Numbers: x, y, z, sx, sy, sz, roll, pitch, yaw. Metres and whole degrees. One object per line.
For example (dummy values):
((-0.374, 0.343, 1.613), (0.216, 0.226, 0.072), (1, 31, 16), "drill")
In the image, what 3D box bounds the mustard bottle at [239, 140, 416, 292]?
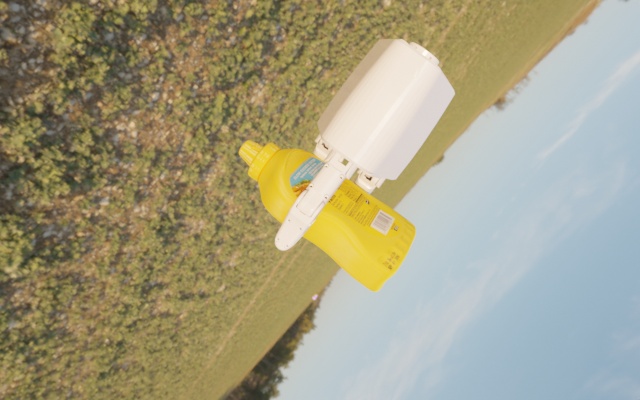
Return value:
((0.000, 0.002, 0.475), (0.191, 0.058, 0.096), (36, 37, 3), "mustard bottle")
